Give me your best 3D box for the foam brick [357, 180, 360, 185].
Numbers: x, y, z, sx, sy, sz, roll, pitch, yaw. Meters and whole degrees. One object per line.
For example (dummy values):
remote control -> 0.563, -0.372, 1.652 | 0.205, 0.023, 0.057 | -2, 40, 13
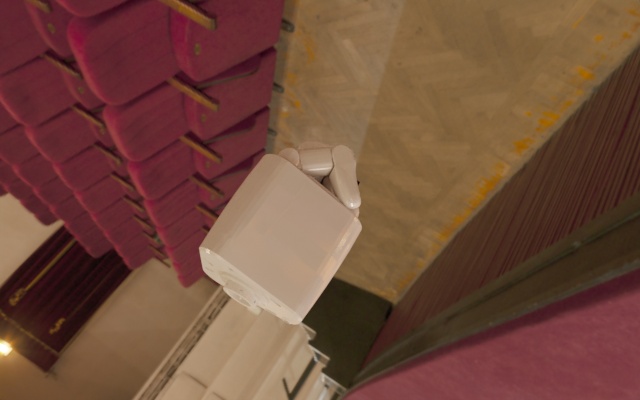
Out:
foam brick -> 0.000, 0.002, 0.516 | 0.053, 0.051, 0.078 | 30, -25, 3
